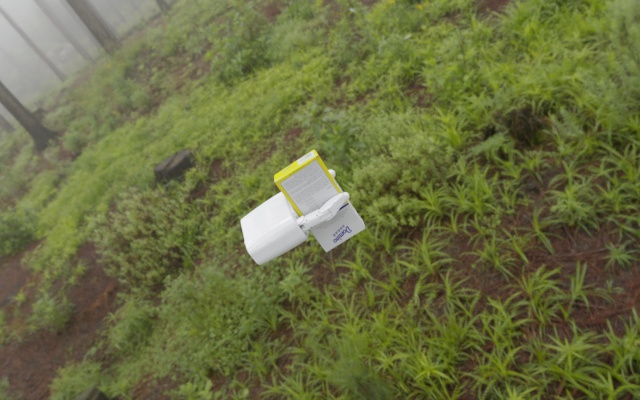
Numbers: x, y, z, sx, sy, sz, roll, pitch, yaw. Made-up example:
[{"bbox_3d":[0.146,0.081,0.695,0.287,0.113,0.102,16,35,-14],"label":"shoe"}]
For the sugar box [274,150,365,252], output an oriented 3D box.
[{"bbox_3d":[0.000,0.003,0.899,0.093,0.176,0.048,-32,23,7],"label":"sugar box"}]
